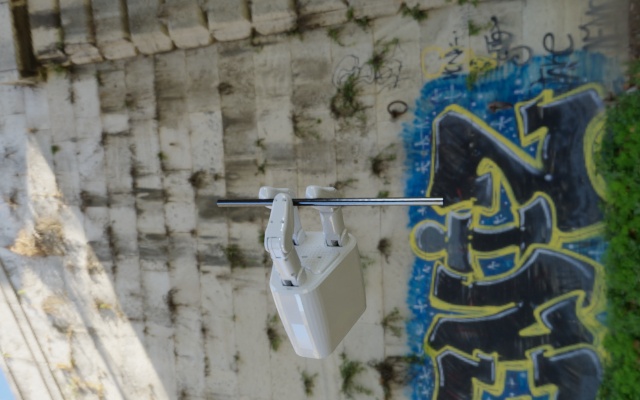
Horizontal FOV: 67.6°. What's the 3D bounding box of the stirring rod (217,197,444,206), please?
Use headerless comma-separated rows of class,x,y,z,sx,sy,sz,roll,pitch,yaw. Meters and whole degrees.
stirring rod,0.000,0.002,0.479,0.239,0.011,0.011,0,0,22
